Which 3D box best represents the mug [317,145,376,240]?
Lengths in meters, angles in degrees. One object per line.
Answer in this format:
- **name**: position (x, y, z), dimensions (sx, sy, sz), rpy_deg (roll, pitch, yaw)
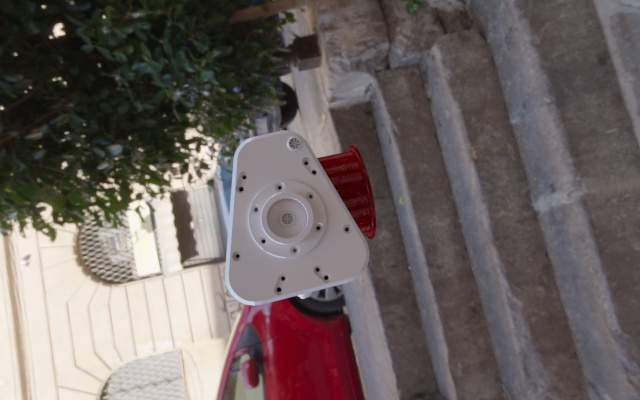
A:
- **mug**: position (0.000, 0.002, 0.471), dimensions (0.081, 0.093, 0.117), rpy_deg (-12, -5, -6)
